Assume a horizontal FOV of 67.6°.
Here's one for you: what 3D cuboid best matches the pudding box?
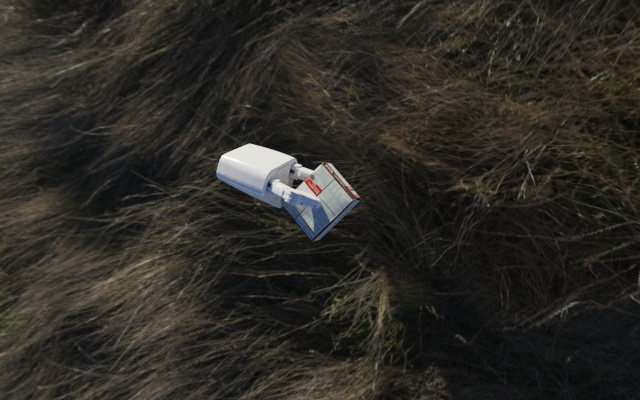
[{"bbox_3d":[0.000,0.003,0.828,0.113,0.090,0.039,-45,-13,20],"label":"pudding box"}]
